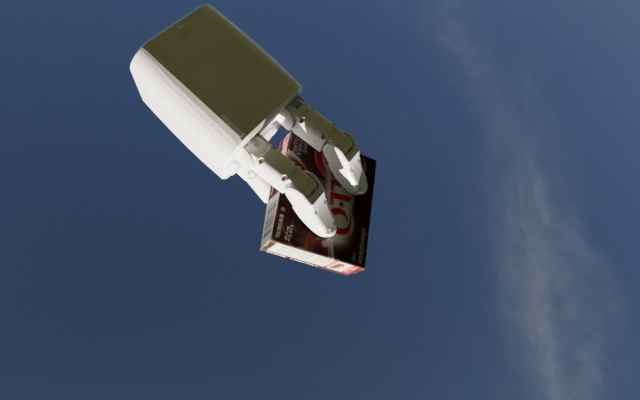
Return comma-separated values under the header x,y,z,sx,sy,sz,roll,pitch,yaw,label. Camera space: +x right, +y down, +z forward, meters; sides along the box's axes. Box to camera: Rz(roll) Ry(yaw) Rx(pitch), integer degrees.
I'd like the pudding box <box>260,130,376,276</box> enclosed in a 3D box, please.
x,y,z,sx,sy,sz,roll,pitch,yaw,label
0.000,0.001,0.430,0.090,0.113,0.039,19,-25,-21,pudding box
